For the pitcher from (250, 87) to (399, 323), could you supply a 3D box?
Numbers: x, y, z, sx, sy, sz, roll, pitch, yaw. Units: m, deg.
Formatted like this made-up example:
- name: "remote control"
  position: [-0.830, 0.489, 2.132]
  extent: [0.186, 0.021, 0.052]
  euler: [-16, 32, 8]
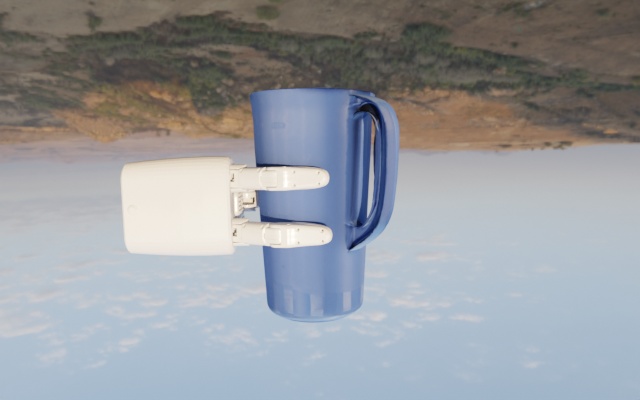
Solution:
- name: "pitcher"
  position: [0.000, 0.002, 0.515]
  extent: [0.145, 0.243, 0.149]
  euler: [-1, 6, -3]
